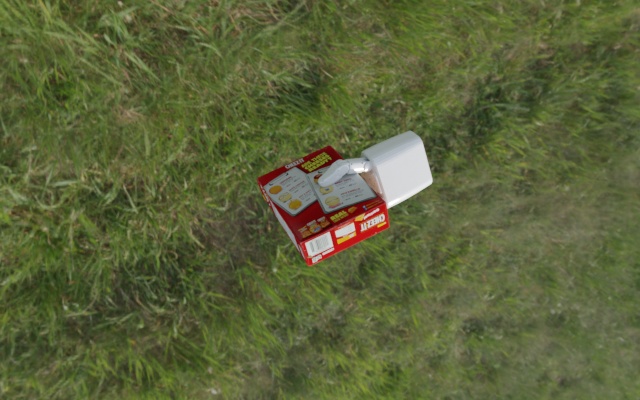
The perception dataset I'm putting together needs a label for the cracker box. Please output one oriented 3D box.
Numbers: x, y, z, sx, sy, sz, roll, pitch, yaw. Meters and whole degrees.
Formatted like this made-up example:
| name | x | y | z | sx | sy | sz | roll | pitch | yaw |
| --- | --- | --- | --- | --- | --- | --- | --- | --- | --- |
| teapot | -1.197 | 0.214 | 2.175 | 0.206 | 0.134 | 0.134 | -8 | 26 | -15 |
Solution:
| name | x | y | z | sx | sy | sz | roll | pitch | yaw |
| --- | --- | --- | --- | --- | --- | --- | --- | --- | --- |
| cracker box | 0.000 | 0.003 | 0.874 | 0.164 | 0.072 | 0.213 | -25 | 41 | -12 |
